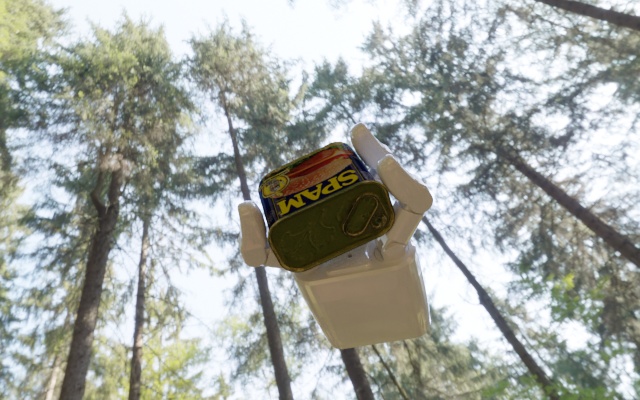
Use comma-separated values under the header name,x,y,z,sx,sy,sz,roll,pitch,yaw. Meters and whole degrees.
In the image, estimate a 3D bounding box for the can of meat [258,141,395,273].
name,x,y,z,sx,sy,sz,roll,pitch,yaw
can of meat,0.000,0.001,0.410,0.102,0.057,0.084,-25,35,-1
